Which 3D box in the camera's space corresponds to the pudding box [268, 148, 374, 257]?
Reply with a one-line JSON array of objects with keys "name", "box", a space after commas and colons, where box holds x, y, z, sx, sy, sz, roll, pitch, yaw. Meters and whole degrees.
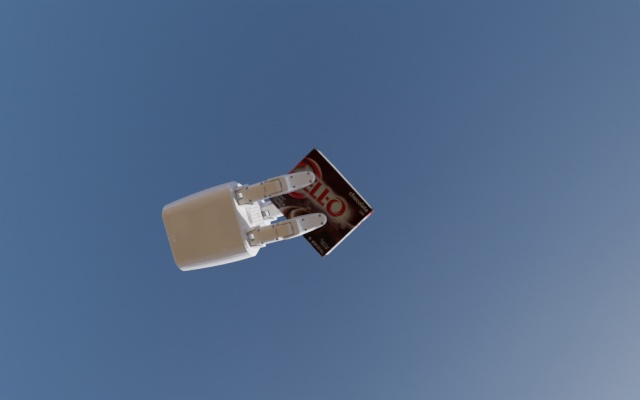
[{"name": "pudding box", "box": [0.000, 0.002, 0.623, 0.090, 0.113, 0.039, -44, -4, 9]}]
